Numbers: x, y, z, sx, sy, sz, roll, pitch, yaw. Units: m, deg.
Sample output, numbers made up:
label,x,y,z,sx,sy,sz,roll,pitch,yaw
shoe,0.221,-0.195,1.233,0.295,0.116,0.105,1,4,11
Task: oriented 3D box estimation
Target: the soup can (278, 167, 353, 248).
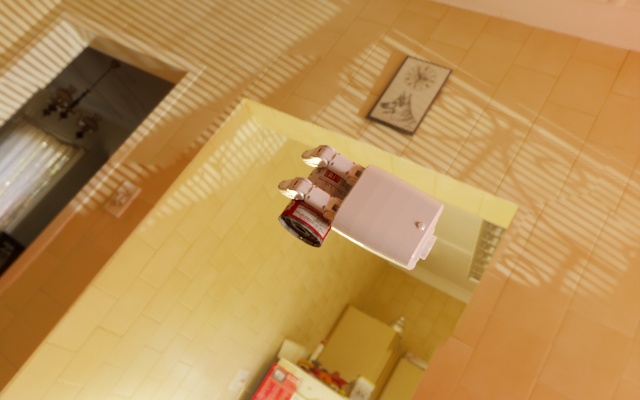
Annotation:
label,x,y,z,sx,sy,sz,roll,pitch,yaw
soup can,0.000,0.002,0.637,0.068,0.102,0.068,31,-19,12
